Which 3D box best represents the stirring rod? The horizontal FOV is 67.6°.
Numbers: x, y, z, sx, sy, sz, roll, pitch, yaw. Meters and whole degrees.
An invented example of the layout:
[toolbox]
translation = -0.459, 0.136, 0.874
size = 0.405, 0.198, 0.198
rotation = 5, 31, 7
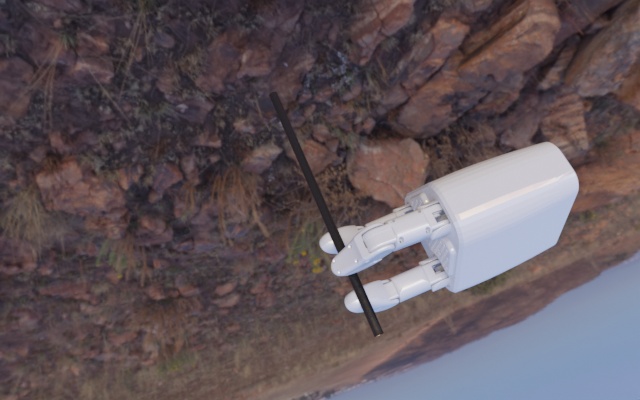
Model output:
[stirring rod]
translation = 0.000, 0.001, 0.412
size = 0.011, 0.239, 0.011
rotation = -20, -21, -8
